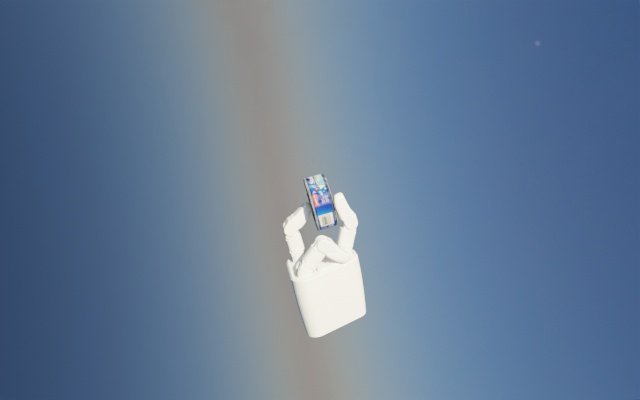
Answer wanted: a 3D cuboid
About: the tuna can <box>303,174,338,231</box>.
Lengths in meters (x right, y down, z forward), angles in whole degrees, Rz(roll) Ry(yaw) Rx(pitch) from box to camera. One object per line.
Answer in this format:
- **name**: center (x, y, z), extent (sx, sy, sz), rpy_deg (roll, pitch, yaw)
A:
- **tuna can**: center (0.001, 0.002, 0.749), extent (0.034, 0.086, 0.086), rpy_deg (-16, 1, -3)
